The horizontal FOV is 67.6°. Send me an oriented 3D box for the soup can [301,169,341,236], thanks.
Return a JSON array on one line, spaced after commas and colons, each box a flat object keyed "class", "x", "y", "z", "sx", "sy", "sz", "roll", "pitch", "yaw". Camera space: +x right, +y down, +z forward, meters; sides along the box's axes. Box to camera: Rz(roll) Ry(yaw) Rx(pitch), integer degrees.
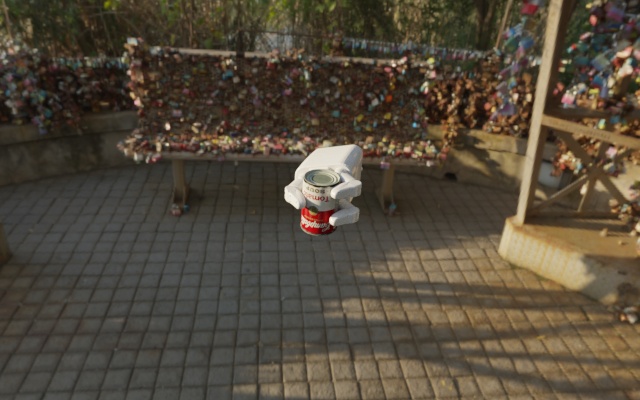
[{"class": "soup can", "x": 0.000, "y": 0.003, "z": 0.858, "sx": 0.068, "sy": 0.102, "sz": 0.068, "roll": 3, "pitch": 30, "yaw": -2}]
